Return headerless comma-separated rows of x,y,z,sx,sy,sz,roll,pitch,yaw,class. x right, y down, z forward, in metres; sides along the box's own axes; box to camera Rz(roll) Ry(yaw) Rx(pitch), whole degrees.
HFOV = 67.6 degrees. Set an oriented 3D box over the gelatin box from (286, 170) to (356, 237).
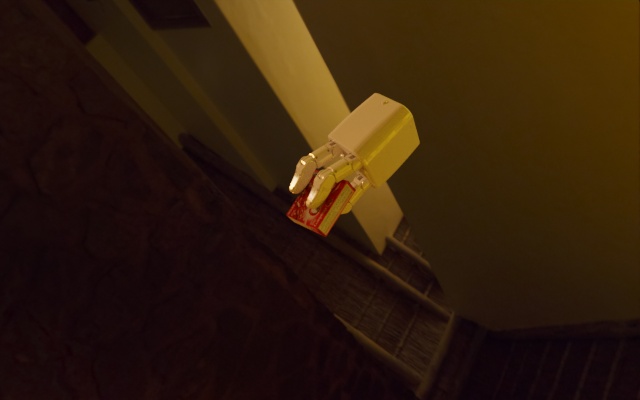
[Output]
0.000,0.003,0.730,0.073,0.089,0.030,22,-15,44,gelatin box
